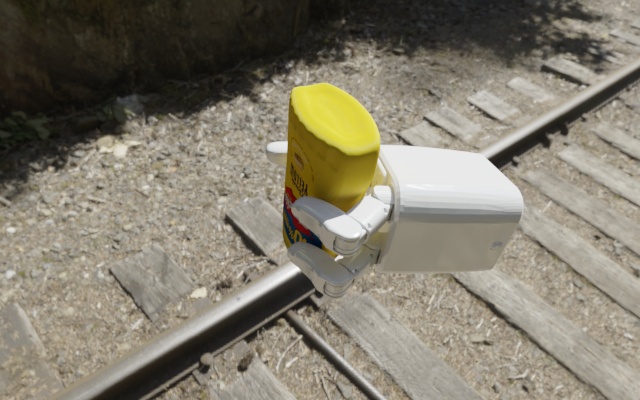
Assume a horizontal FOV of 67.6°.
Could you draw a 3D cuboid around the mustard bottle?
[{"bbox_3d":[0.000,0.001,0.425,0.058,0.192,0.096,-16,49,-24],"label":"mustard bottle"}]
